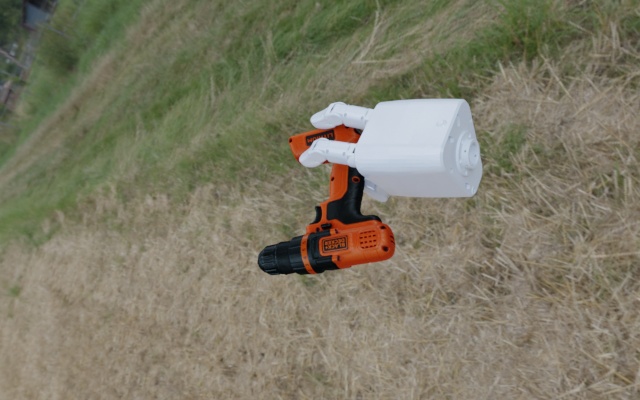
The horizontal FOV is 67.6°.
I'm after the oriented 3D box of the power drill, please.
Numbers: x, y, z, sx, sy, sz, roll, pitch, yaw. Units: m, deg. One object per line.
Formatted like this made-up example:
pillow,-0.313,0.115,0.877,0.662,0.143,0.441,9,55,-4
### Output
power drill,0.000,0.002,0.625,0.184,0.187,0.057,-11,-20,20
